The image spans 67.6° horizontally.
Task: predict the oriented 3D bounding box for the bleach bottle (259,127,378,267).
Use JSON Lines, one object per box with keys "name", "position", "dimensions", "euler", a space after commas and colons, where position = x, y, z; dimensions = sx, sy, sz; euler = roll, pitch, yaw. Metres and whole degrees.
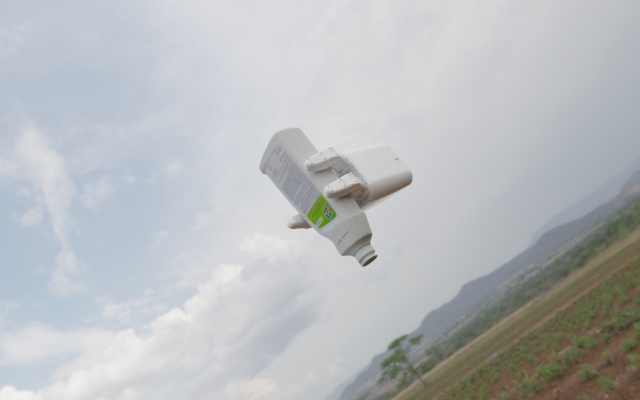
{"name": "bleach bottle", "position": [0.000, 0.002, 0.756], "dimensions": [0.068, 0.250, 0.103], "euler": [-18, -29, -38]}
